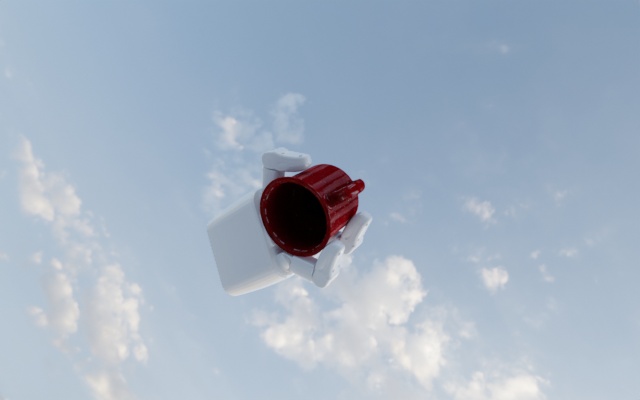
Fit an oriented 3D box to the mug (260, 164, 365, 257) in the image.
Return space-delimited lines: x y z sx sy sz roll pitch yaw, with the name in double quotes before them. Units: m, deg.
"mug" 0.001 0.001 0.540 0.117 0.093 0.081 -27 3 37
